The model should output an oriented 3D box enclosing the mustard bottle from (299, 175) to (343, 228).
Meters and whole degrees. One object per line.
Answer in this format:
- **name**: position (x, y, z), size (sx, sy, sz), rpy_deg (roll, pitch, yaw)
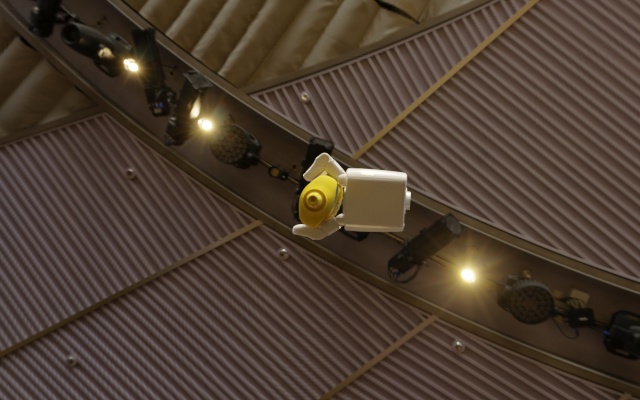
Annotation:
- **mustard bottle**: position (0.000, 0.003, 0.861), size (0.058, 0.096, 0.191), rpy_deg (28, 2, 7)
